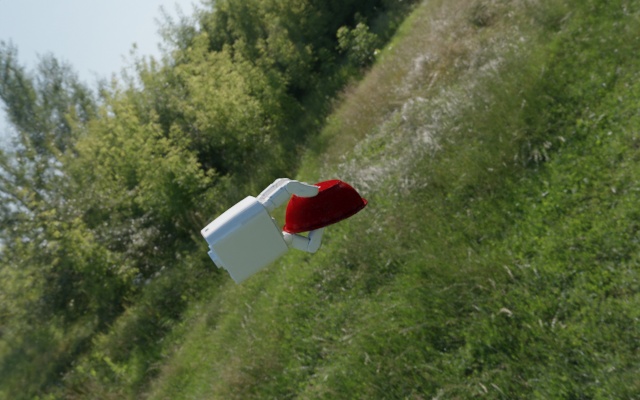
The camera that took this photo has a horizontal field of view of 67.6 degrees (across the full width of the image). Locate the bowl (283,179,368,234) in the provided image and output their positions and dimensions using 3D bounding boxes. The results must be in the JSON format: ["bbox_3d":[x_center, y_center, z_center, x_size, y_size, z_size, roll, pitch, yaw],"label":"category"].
[{"bbox_3d":[0.001,0.002,0.860,0.162,0.055,0.162,-18,11,4],"label":"bowl"}]
